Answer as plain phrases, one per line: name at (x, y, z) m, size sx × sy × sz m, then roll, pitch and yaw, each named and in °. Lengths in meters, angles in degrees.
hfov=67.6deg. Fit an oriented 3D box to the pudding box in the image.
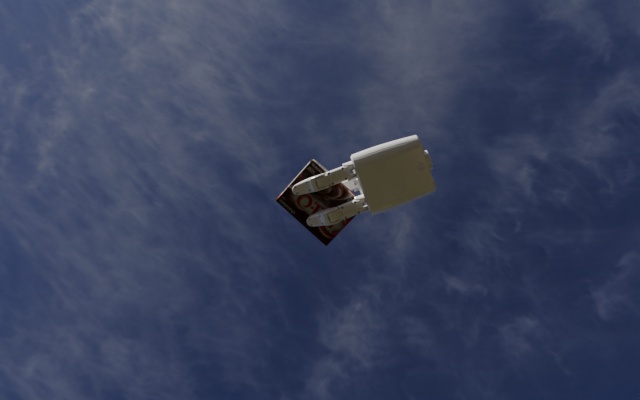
pudding box at (0.000, 0.002, 0.765) m, size 0.113 × 0.090 × 0.039 m, roll 42°, pitch 11°, yaw -2°
